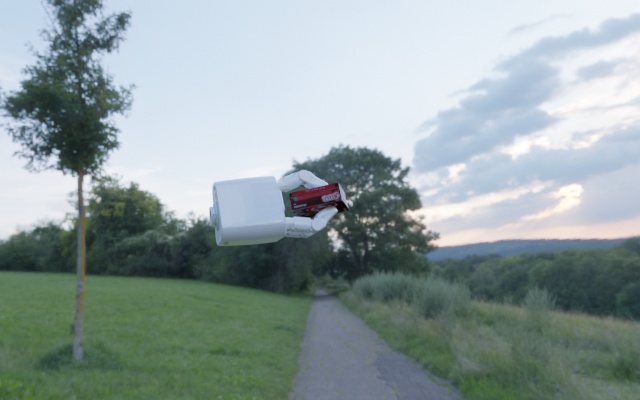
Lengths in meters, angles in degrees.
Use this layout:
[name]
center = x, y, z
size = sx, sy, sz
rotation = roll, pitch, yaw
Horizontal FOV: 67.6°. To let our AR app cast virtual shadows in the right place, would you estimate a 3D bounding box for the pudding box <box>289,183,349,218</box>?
[pudding box]
center = 0.000, 0.003, 0.861
size = 0.090, 0.039, 0.113
rotation = -11, -9, 8
